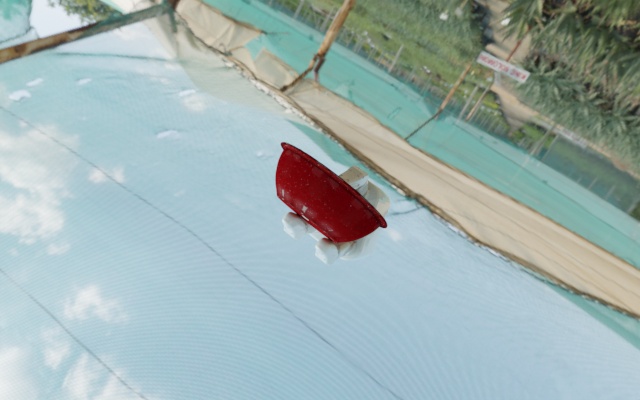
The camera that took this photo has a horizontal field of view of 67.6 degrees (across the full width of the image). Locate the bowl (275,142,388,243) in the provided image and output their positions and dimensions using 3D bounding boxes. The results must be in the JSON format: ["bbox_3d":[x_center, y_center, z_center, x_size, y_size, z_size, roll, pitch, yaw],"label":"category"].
[{"bbox_3d":[-0.001,0.002,0.569,0.162,0.055,0.162,38,-5,4],"label":"bowl"}]
